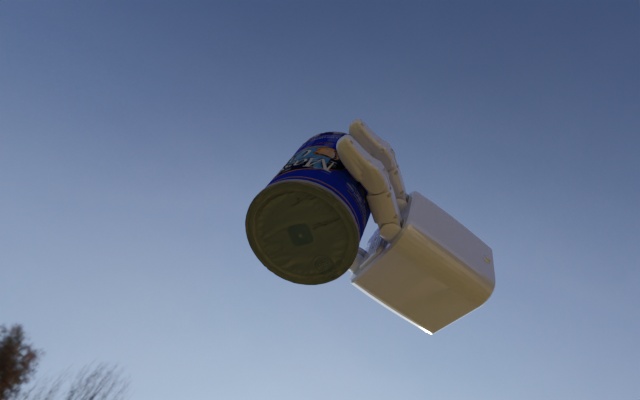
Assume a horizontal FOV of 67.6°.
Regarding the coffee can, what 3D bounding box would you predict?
[{"bbox_3d":[0.000,0.002,0.471,0.103,0.103,0.140,0,25,16],"label":"coffee can"}]
